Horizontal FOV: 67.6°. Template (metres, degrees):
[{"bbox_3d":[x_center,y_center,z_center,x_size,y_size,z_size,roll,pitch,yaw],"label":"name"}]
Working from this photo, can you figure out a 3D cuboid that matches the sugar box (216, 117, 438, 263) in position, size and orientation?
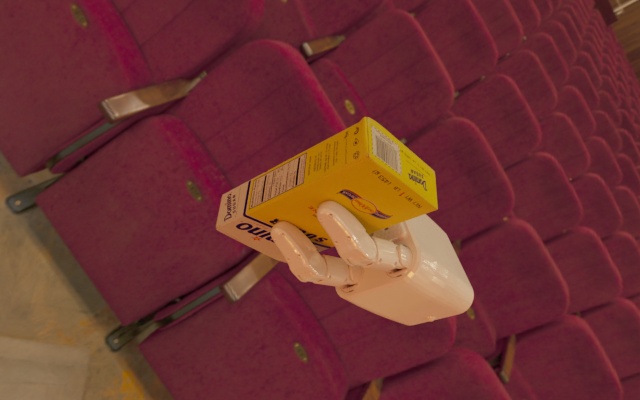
[{"bbox_3d":[0.000,0.002,0.414,0.176,0.048,0.093,-27,-44,35],"label":"sugar box"}]
